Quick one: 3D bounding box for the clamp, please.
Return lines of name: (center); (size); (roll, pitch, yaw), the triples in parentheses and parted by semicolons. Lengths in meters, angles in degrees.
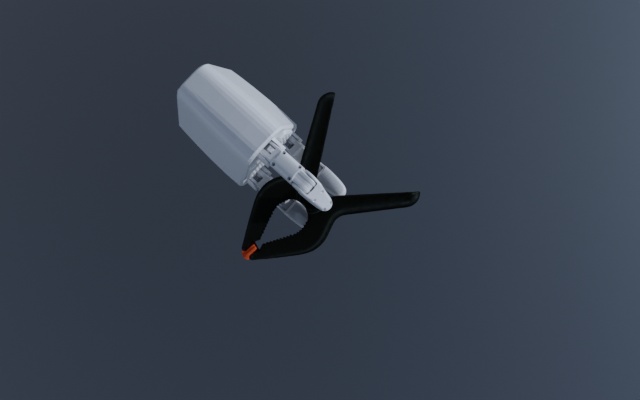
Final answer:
clamp: (0.000, 0.002, 0.550); (0.164, 0.210, 0.036); (42, -3, 1)
